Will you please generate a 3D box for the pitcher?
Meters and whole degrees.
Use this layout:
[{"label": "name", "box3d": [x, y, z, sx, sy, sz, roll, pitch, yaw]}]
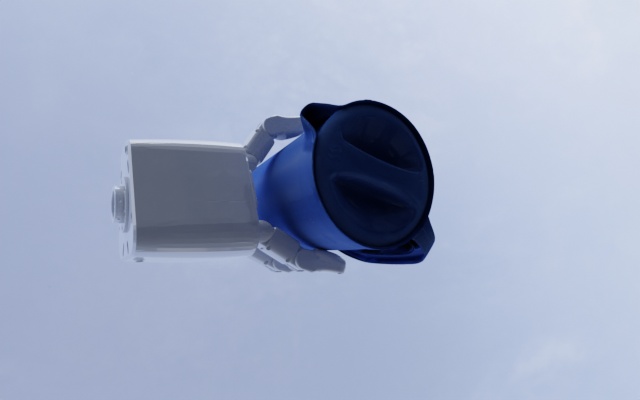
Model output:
[{"label": "pitcher", "box3d": [0.000, 0.002, 0.514, 0.145, 0.149, 0.243, -1, -8, -30]}]
